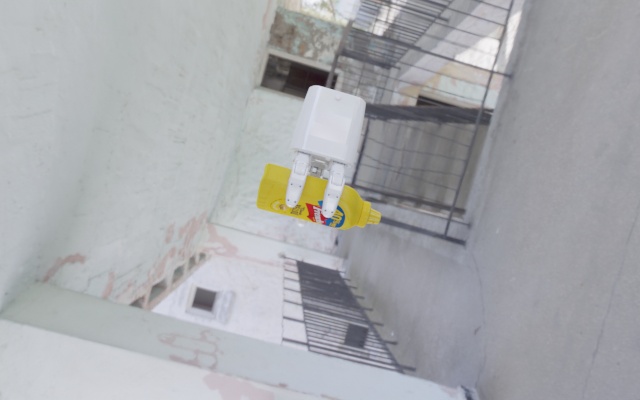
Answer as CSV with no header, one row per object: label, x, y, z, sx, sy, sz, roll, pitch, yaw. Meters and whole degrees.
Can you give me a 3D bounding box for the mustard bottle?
mustard bottle,0.000,0.003,0.737,0.191,0.058,0.096,15,-32,-4
